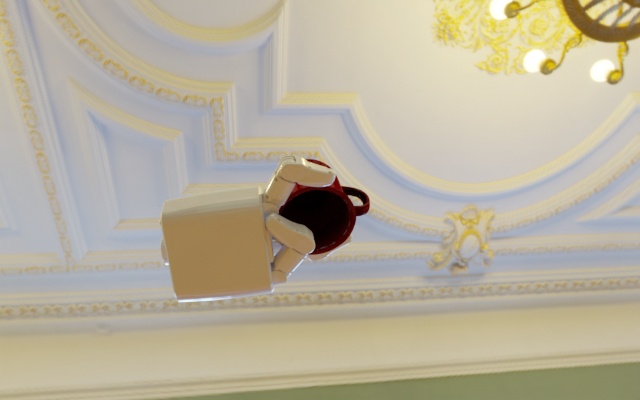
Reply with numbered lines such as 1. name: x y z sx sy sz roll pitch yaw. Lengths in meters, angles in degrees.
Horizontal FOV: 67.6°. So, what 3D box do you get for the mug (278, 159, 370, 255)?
1. mug: 0.001 0.002 0.566 0.117 0.093 0.081 -6 32 -7
